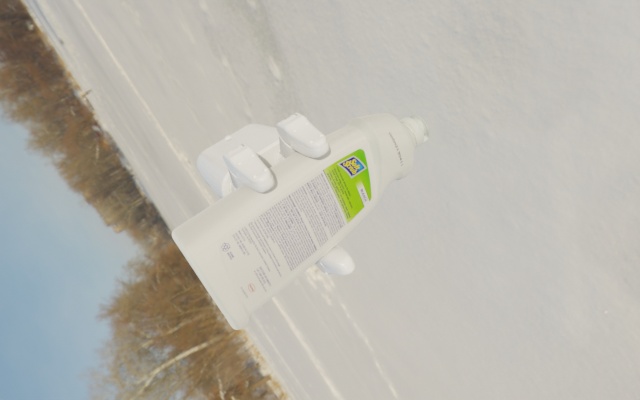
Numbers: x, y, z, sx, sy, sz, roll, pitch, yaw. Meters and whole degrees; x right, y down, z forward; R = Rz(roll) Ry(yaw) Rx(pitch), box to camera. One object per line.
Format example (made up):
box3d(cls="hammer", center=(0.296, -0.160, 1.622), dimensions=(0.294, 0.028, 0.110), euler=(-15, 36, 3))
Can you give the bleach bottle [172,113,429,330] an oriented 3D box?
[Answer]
box3d(cls="bleach bottle", center=(0.000, 0.001, 0.436), dimensions=(0.251, 0.103, 0.068), euler=(-33, 31, -17))
